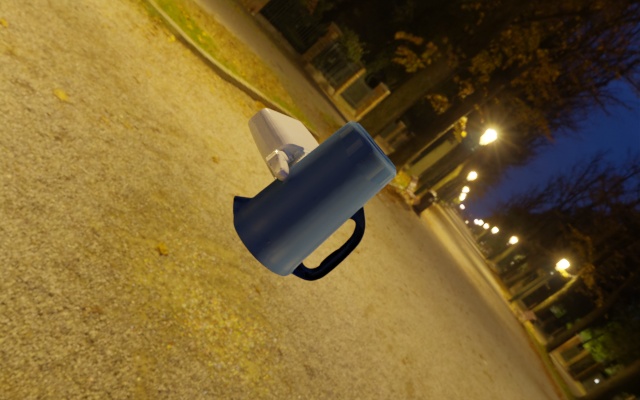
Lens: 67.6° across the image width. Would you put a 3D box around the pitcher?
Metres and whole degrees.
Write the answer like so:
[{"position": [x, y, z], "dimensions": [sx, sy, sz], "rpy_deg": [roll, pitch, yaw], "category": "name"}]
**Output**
[{"position": [0.000, 0.002, 0.736], "dimensions": [0.243, 0.145, 0.149], "rpy_deg": [-40, -37, 12], "category": "pitcher"}]
